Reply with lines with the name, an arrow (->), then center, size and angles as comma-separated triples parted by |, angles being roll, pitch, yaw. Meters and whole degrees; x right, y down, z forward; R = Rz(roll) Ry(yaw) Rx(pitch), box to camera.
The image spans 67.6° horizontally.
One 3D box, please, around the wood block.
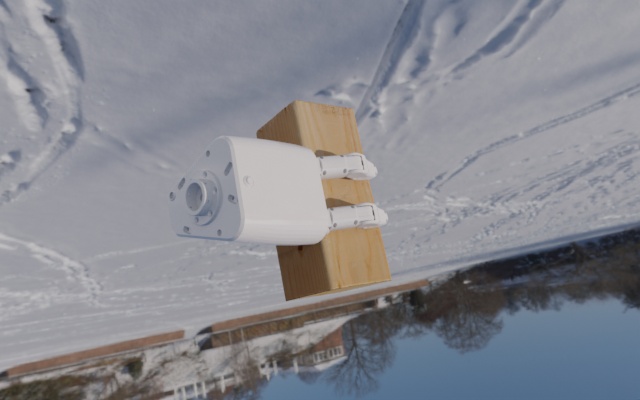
wood block -> 0.000, 0.002, 0.551 | 0.090, 0.206, 0.091 | -1, -16, -38
